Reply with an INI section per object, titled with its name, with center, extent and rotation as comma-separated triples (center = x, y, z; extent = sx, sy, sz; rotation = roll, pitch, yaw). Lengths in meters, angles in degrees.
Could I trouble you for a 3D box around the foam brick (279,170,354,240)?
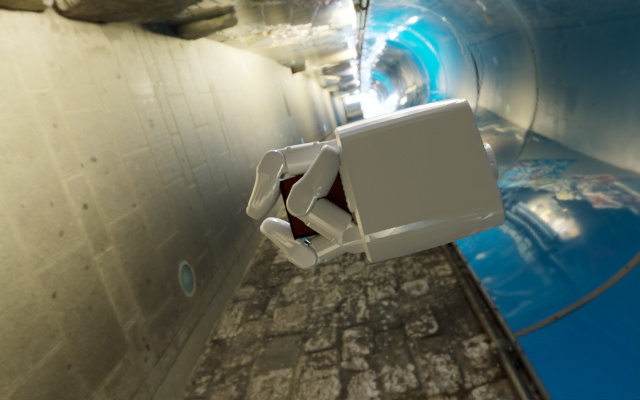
[foam brick]
center = 0.000, 0.001, 0.425
extent = 0.051, 0.053, 0.078
rotation = -15, 1, 6
